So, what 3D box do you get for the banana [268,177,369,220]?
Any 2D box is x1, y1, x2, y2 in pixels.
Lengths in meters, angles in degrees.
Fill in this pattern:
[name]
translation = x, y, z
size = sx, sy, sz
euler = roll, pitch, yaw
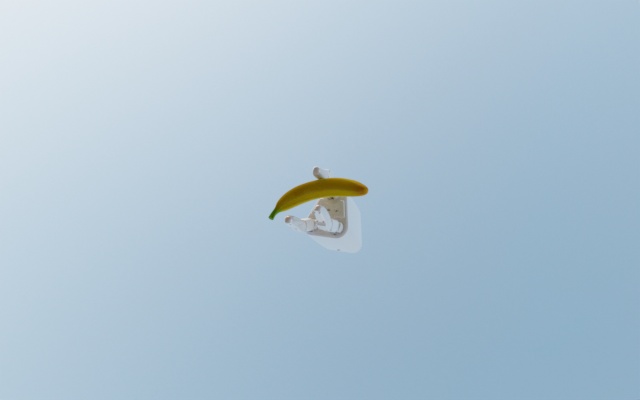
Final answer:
[banana]
translation = -0.004, -0.011, 0.909
size = 0.198, 0.069, 0.037
euler = -17, -39, 15
